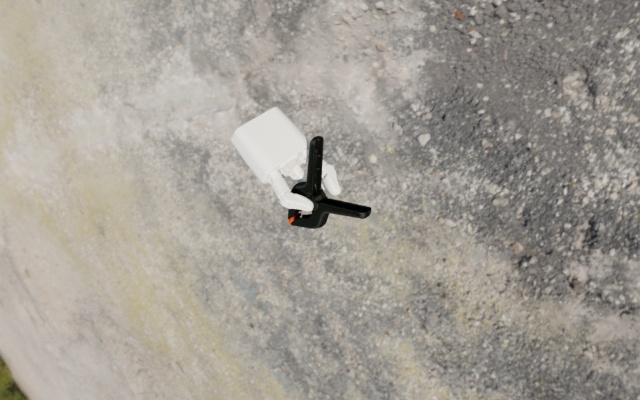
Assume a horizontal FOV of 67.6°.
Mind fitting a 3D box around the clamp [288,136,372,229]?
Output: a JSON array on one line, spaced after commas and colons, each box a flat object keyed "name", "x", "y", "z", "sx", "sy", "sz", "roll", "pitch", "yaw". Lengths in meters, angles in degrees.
[{"name": "clamp", "x": -0.001, "y": 0.003, "z": 0.879, "sx": 0.036, "sy": 0.164, "sz": 0.210, "roll": -28, "pitch": -16, "yaw": -38}]
